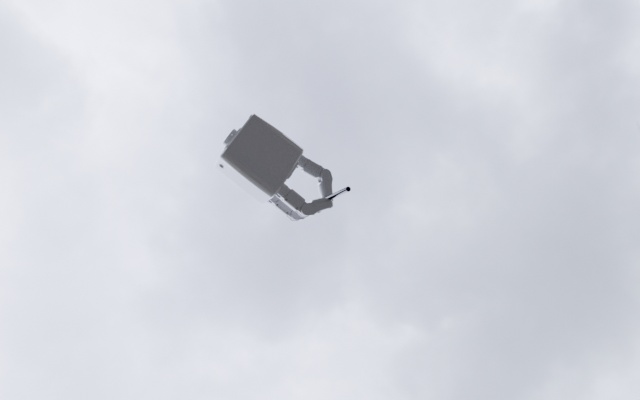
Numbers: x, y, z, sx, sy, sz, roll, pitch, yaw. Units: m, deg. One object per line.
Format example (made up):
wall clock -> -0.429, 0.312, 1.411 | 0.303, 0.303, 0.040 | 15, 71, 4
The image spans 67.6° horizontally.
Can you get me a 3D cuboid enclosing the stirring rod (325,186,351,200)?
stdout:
stirring rod -> 0.000, 0.003, 0.830 | 0.011, 0.011, 0.239 | 0, -10, -21
